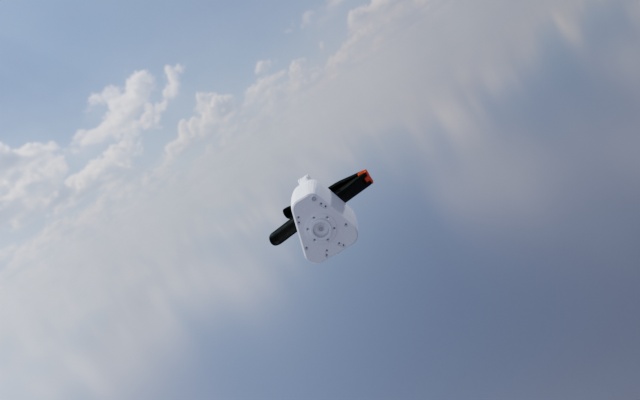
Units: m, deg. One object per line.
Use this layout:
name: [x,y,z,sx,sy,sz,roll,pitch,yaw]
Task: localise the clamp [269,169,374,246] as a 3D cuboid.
clamp: [0.000,0.002,0.899,0.210,0.036,0.164,-31,13,6]
